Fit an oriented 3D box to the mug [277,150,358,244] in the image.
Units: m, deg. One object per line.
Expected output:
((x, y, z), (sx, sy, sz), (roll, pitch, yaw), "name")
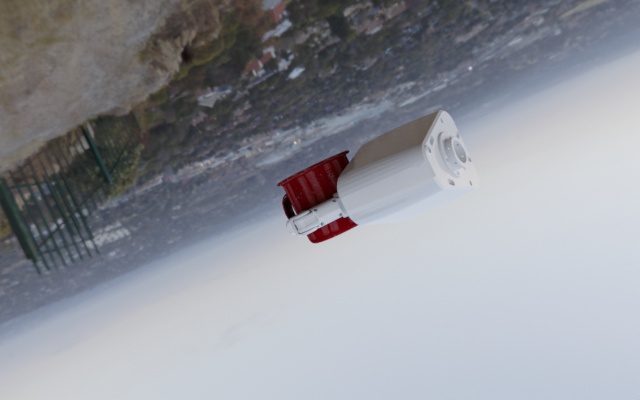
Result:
((-0.001, 0.003, 0.564), (0.117, 0.081, 0.093), (-25, 2, 39), "mug")
